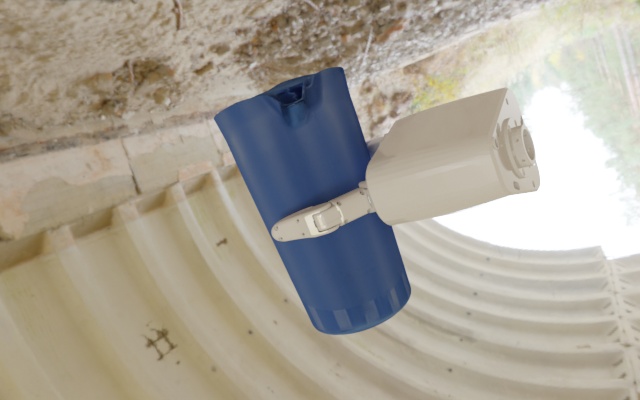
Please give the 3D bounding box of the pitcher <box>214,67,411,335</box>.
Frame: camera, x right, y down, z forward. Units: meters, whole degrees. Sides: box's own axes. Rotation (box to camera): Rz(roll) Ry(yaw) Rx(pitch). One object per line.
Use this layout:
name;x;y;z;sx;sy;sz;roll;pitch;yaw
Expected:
pitcher;0.000;0.002;0.485;0.145;0.243;0.149;-16;9;37
